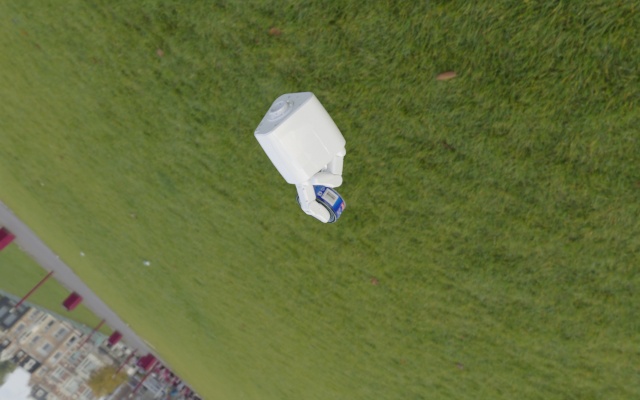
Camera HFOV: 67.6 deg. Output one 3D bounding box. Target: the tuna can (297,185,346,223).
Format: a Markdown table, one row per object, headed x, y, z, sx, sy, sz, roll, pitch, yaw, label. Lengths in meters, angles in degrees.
| x | y | z | sx | sy | sz | roll | pitch | yaw | label |
| --- | --- | --- | --- | --- | --- | --- | --- | --- | --- |
| 0.000 | 0.003 | 0.861 | 0.086 | 0.033 | 0.086 | 27 | -25 | 13 | tuna can |
